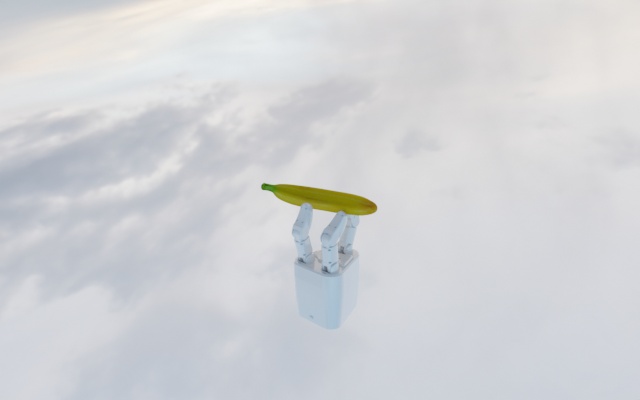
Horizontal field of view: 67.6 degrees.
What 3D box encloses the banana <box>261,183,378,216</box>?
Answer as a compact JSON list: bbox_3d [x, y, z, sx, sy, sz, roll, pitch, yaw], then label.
[{"bbox_3d":[0.002,0.000,0.796,0.198,0.037,0.069,9,8,16],"label":"banana"}]
